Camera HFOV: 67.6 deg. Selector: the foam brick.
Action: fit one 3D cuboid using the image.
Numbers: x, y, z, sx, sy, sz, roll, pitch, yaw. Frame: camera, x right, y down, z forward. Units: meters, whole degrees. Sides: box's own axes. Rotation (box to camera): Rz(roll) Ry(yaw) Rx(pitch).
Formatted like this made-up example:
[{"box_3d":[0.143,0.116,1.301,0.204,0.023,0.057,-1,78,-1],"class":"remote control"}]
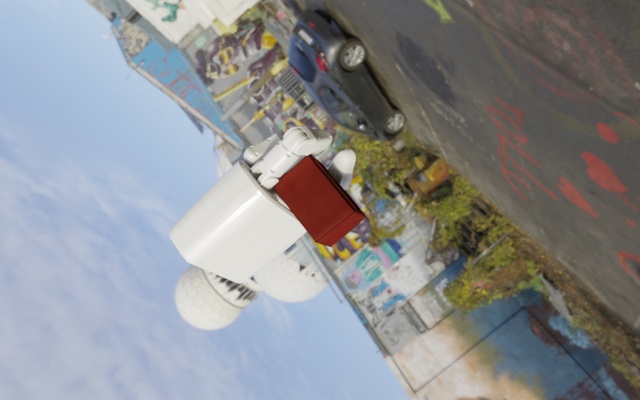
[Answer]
[{"box_3d":[0.000,0.002,0.485,0.051,0.078,0.053,-41,-20,6],"class":"foam brick"}]
